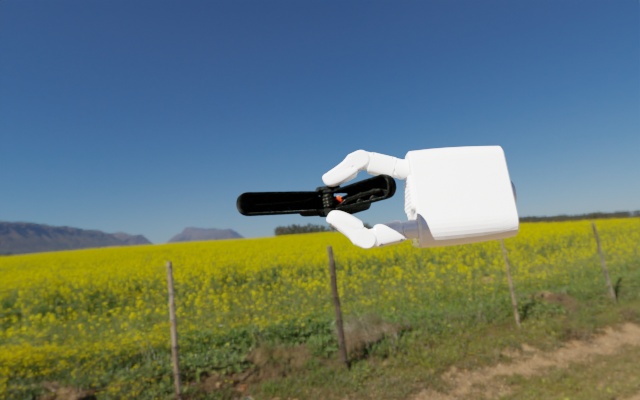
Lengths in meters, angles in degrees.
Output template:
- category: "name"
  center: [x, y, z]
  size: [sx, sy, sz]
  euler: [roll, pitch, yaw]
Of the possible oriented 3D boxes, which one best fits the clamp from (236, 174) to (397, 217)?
- category: "clamp"
  center: [0.000, 0.001, 0.567]
  size: [0.164, 0.036, 0.210]
  euler: [-6, -5, 4]
